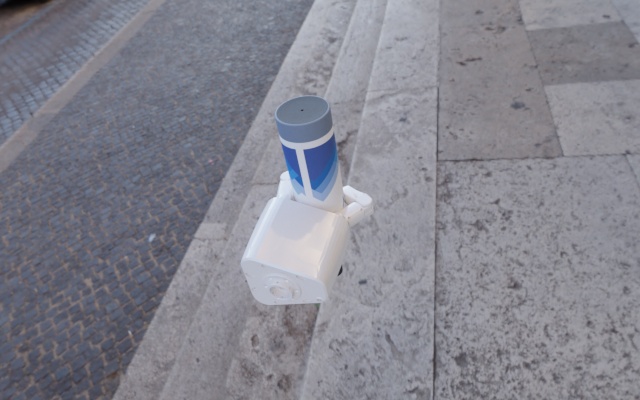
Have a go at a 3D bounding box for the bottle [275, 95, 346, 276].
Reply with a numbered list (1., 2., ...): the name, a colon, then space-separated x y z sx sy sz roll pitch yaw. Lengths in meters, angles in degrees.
1. bottle: 0.000 0.002 0.657 0.069 0.296 0.069 -6 41 6
